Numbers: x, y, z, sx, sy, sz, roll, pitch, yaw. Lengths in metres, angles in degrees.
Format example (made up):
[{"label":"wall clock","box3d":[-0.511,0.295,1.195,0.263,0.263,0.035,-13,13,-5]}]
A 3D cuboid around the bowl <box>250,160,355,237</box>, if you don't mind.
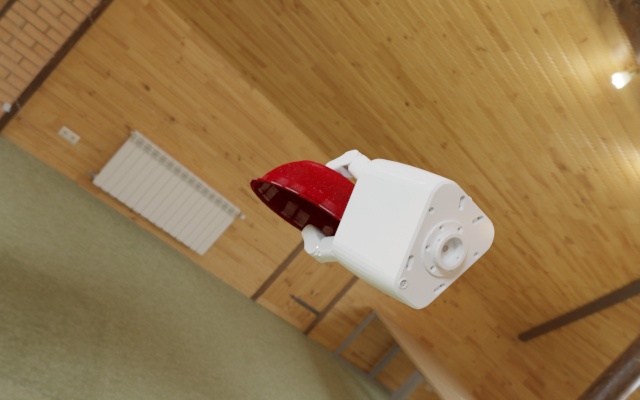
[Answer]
[{"label":"bowl","box3d":[-0.001,0.001,0.557,0.162,0.055,0.162,29,-16,9]}]
